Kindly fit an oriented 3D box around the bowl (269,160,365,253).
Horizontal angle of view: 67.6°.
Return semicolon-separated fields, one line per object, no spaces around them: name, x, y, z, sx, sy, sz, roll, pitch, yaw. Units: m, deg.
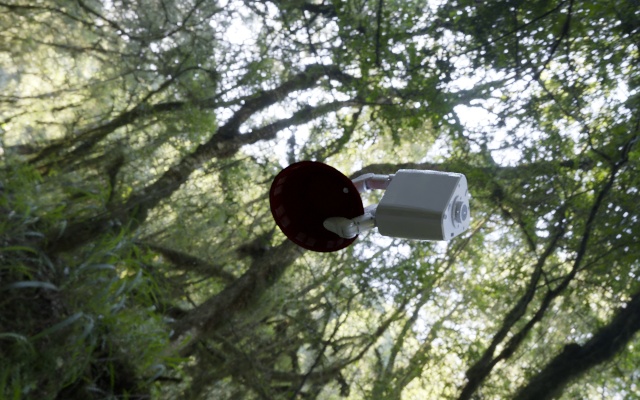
bowl;-0.001;0.002;0.777;0.162;0.162;0.055;0;25;22
